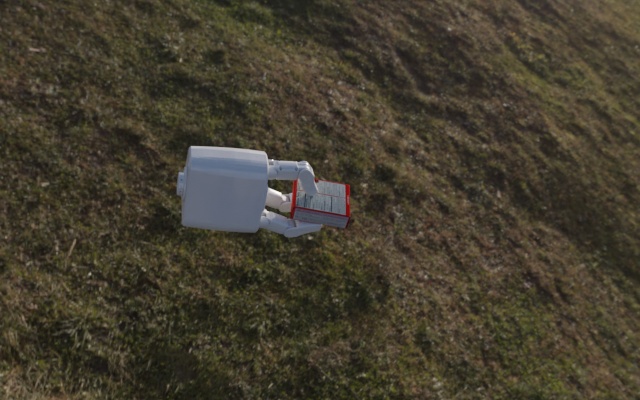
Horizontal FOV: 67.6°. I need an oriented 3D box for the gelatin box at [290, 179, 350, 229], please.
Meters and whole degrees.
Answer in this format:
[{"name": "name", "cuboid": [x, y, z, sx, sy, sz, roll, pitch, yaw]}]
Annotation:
[{"name": "gelatin box", "cuboid": [0.001, 0.002, 0.730, 0.089, 0.030, 0.073, 9, 42, -7]}]
